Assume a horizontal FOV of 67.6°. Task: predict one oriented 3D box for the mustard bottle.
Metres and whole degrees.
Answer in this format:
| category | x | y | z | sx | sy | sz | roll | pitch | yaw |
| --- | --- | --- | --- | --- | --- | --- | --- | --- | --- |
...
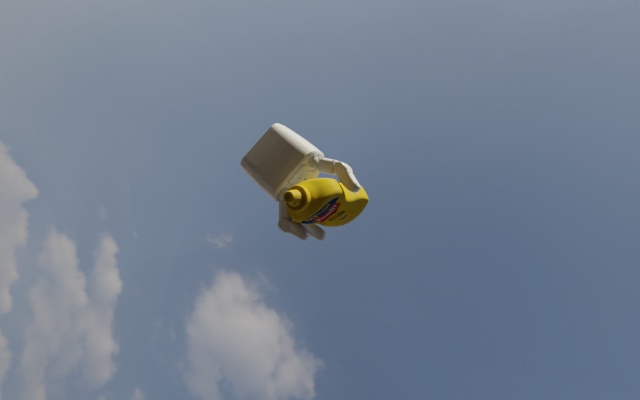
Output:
| category | x | y | z | sx | sy | sz | roll | pitch | yaw |
| --- | --- | --- | --- | --- | --- | --- | --- | --- | --- |
| mustard bottle | 0.000 | 0.003 | 0.796 | 0.096 | 0.058 | 0.191 | -35 | -22 | 23 |
